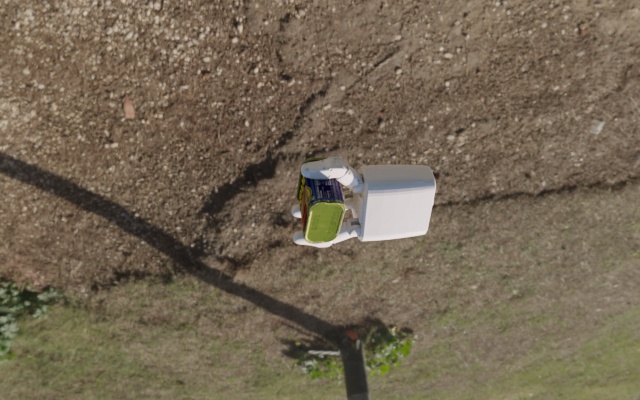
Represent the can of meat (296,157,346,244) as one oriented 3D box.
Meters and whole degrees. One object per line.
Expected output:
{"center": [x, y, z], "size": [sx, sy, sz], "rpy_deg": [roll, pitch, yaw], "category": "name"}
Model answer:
{"center": [0.000, 0.002, 0.700], "size": [0.057, 0.084, 0.102], "rpy_deg": [-1, -40, -11], "category": "can of meat"}
